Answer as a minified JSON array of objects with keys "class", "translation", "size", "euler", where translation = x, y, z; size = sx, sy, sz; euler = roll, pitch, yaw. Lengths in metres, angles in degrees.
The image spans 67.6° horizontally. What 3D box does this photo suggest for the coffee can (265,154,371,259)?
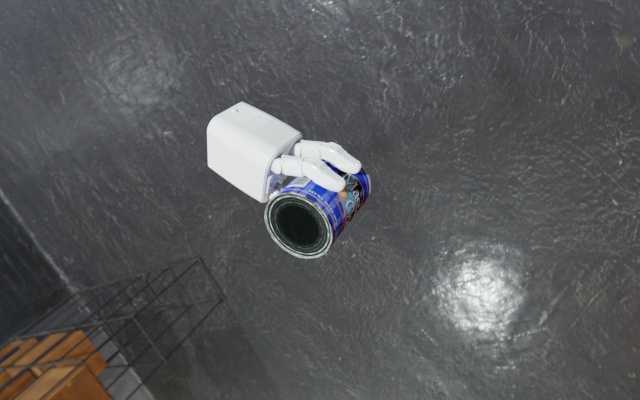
[{"class":"coffee can","translation":[0.000,0.002,0.684],"size":[0.103,0.103,0.140],"euler":[0,28,30]}]
